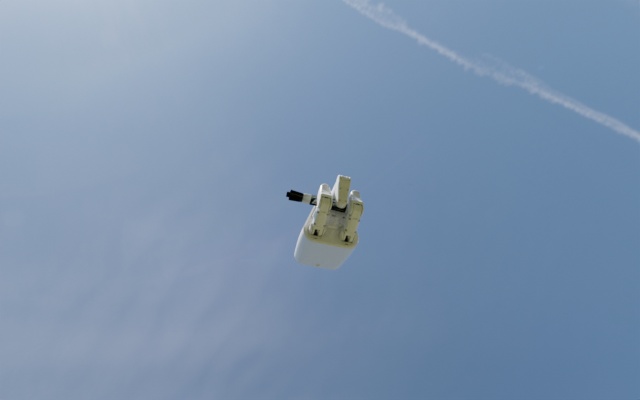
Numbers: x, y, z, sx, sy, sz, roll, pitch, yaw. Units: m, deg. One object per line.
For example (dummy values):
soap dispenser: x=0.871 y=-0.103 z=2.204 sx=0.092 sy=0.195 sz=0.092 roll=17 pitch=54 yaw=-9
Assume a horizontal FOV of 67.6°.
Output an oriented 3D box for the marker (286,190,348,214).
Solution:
marker: x=0.000 y=0.003 z=0.826 sx=0.121 sy=0.020 sz=0.020 roll=13 pitch=-2 yaw=-8
